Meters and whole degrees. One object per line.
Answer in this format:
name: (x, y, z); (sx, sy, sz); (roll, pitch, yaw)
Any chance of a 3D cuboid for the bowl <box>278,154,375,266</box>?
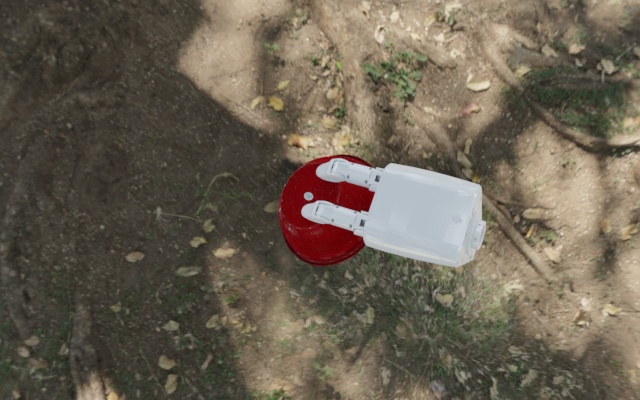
bowl: (-0.001, 0.002, 0.632); (0.162, 0.162, 0.055); (0, -20, 34)
